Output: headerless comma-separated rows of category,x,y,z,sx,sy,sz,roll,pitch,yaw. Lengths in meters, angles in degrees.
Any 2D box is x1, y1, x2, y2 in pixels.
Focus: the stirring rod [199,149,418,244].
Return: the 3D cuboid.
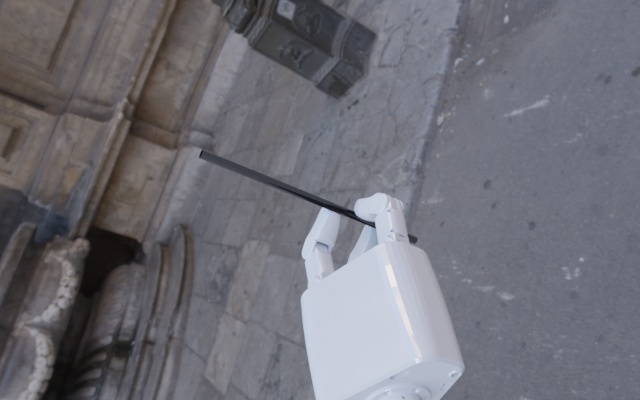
stirring rod,0.000,0.002,0.453,0.239,0.011,0.011,22,-10,-26
